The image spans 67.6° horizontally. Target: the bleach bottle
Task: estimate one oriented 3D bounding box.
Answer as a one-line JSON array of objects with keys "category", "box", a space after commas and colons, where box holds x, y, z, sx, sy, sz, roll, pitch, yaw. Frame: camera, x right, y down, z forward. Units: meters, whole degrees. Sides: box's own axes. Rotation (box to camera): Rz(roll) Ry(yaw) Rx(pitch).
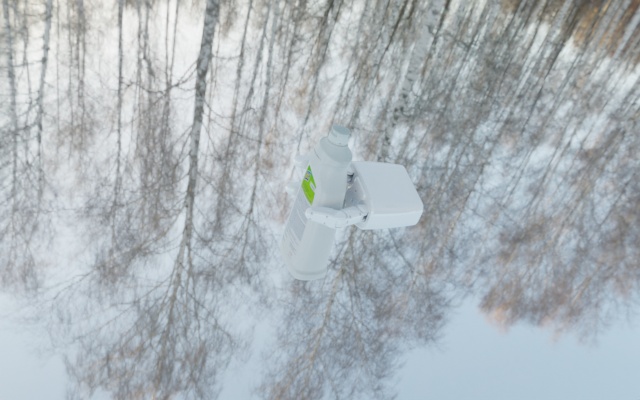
[{"category": "bleach bottle", "box": [0.000, 0.002, 0.758, 0.068, 0.251, 0.102, -1, 37, -28]}]
